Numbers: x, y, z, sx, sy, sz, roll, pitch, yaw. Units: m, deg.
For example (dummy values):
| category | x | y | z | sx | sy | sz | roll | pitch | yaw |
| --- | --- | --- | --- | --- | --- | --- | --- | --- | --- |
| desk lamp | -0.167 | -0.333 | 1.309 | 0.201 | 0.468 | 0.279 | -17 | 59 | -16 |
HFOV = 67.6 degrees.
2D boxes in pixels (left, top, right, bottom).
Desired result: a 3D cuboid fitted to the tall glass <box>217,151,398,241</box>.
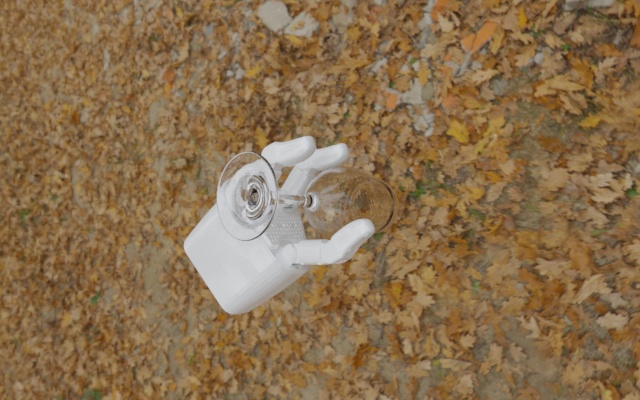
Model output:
| category | x | y | z | sx | sy | sz | roll | pitch | yaw |
| --- | --- | --- | --- | --- | --- | --- | --- | --- | --- |
| tall glass | 0.000 | 0.001 | 0.470 | 0.079 | 0.079 | 0.201 | 0 | -3 | 39 |
